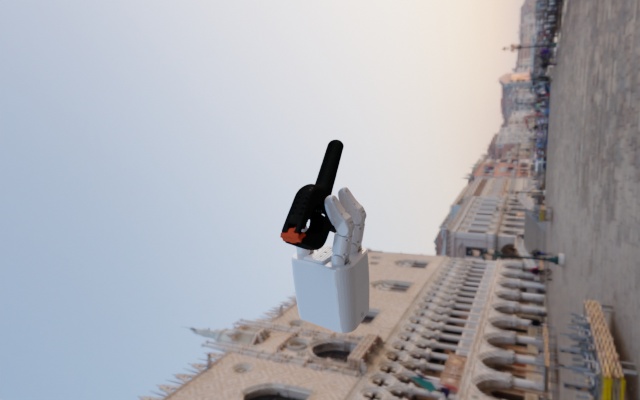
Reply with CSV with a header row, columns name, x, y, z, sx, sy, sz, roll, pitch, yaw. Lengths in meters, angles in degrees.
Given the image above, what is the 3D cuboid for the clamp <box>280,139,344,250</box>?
name,x,y,z,sx,sy,sz,roll,pitch,yaw
clamp,-0.001,0.003,0.699,0.036,0.164,0.210,-1,14,24
